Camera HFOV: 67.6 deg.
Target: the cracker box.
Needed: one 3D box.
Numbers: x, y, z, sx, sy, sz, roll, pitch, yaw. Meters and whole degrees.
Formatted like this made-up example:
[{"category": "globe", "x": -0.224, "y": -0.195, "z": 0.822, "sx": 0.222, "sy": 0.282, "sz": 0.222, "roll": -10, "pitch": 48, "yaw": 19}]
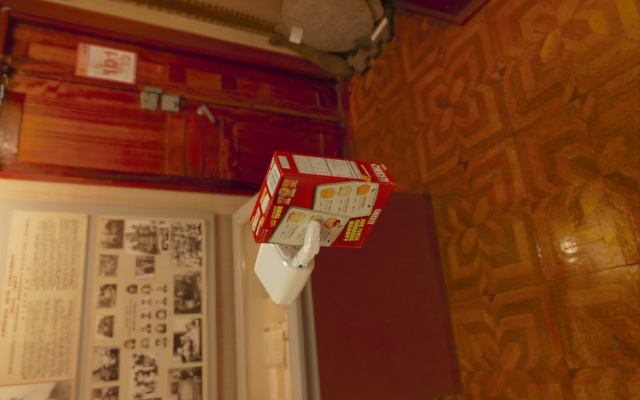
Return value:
[{"category": "cracker box", "x": 0.000, "y": 0.003, "z": 0.844, "sx": 0.214, "sy": 0.164, "sz": 0.072, "roll": 4, "pitch": 42, "yaw": -25}]
